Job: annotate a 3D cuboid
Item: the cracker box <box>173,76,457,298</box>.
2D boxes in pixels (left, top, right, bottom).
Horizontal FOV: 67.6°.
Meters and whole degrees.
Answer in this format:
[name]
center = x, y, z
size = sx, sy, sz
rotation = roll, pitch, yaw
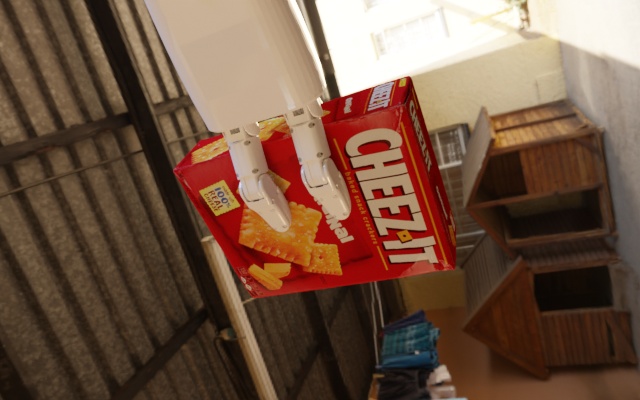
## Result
[cracker box]
center = 0.000, 0.001, 0.440
size = 0.214, 0.164, 0.072
rotation = -12, 30, 22
